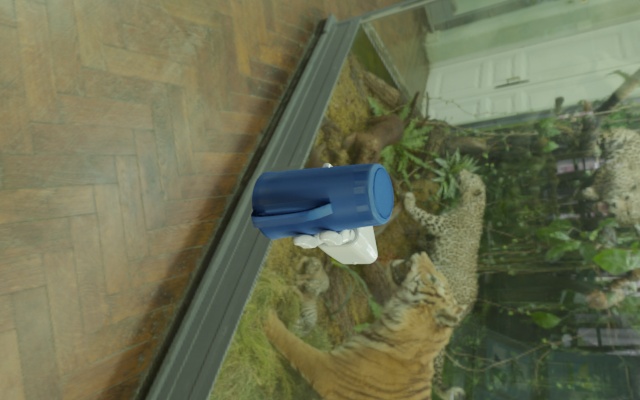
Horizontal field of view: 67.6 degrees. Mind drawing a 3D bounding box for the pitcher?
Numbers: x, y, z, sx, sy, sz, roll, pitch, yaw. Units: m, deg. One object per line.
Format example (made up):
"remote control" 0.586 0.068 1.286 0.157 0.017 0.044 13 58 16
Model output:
"pitcher" 0.000 0.003 0.874 0.243 0.149 0.145 -6 -32 29
